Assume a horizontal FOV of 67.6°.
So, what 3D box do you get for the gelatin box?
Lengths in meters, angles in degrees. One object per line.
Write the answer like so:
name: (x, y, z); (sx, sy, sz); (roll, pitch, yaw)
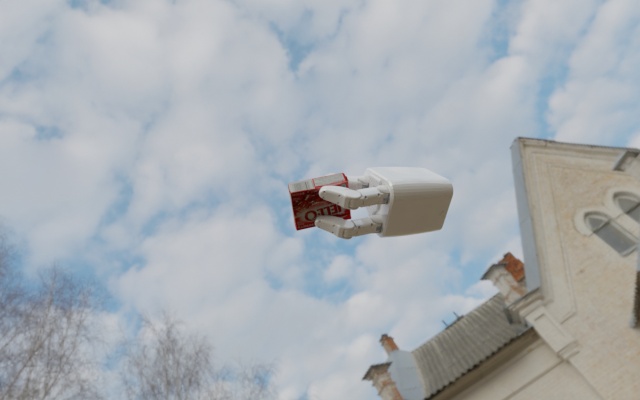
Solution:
gelatin box: (0.000, 0.002, 0.722); (0.089, 0.073, 0.030); (-11, 37, -5)
